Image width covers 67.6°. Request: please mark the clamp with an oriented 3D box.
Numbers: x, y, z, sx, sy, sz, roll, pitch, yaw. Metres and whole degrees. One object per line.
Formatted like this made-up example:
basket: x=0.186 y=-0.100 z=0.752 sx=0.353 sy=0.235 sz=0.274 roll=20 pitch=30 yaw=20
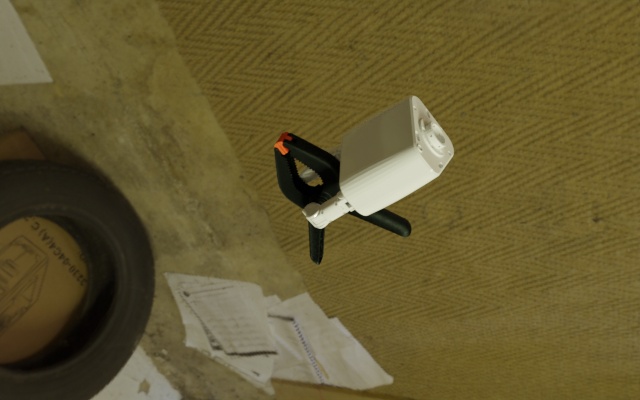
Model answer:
clamp: x=0.000 y=0.002 z=0.650 sx=0.164 sy=0.210 sz=0.036 roll=-30 pitch=23 yaw=33
